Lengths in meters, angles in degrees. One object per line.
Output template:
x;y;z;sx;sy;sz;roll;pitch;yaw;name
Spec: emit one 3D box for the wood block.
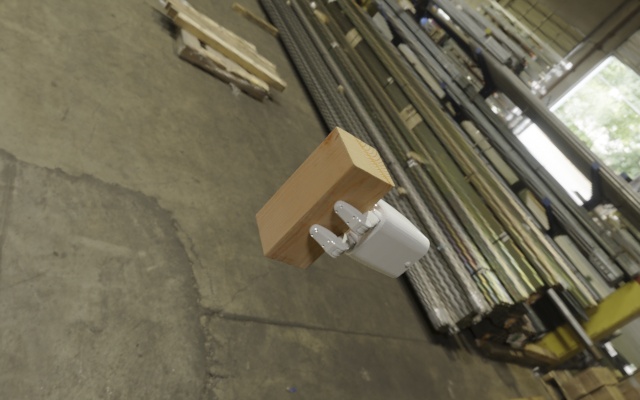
0.000;0.002;0.734;0.090;0.090;0.206;24;-58;-36;wood block
